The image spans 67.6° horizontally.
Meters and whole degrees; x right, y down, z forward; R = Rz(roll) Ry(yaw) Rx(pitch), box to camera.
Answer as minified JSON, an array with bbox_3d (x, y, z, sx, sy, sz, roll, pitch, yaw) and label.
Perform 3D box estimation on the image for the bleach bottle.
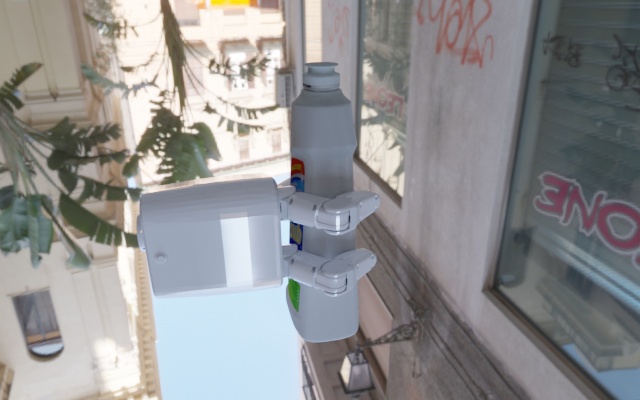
[{"bbox_3d":[0.000,0.002,0.443,0.068,0.251,0.102,-6,24,-11],"label":"bleach bottle"}]
